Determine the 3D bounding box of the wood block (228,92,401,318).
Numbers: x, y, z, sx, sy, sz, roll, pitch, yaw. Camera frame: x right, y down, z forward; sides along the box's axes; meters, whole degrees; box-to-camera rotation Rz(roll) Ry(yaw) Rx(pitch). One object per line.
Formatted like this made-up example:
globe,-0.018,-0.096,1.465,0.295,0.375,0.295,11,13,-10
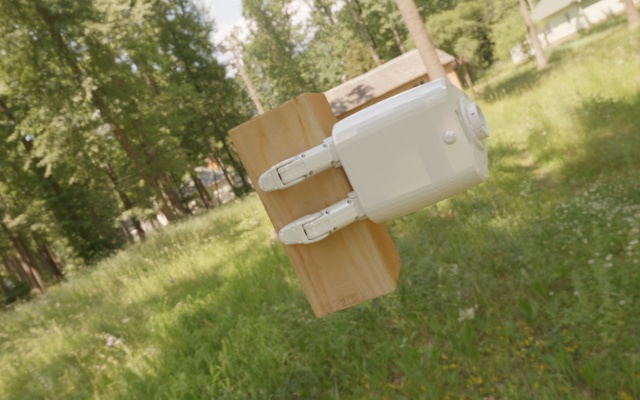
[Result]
wood block,0.000,0.001,0.500,0.090,0.206,0.091,-23,6,17
